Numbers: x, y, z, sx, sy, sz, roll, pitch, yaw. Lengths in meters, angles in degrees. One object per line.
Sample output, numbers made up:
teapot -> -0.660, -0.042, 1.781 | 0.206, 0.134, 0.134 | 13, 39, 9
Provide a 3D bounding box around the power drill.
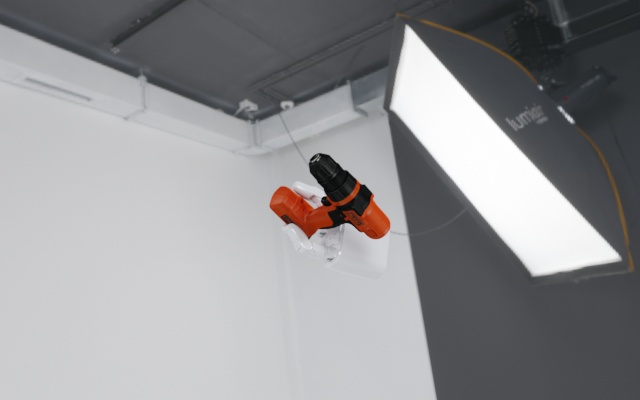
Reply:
power drill -> 0.000, 0.003, 0.792 | 0.187, 0.057, 0.184 | -8, -47, 48
